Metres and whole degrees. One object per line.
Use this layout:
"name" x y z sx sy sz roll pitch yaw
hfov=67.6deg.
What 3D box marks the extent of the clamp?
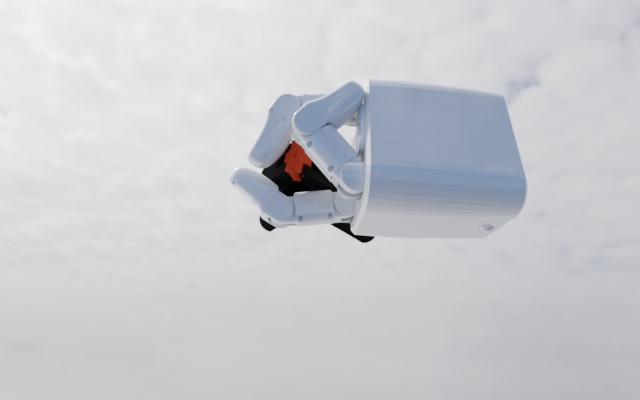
"clamp" 0.000 0.001 0.429 0.120 0.039 0.171 4 -19 -2
